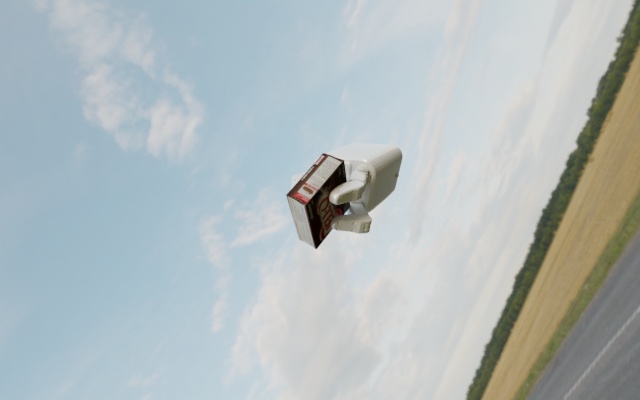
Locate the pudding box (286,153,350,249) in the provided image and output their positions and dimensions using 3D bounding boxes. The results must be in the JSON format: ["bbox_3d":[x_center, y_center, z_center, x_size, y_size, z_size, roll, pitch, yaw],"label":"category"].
[{"bbox_3d":[0.000,0.002,0.673,0.039,0.090,0.114,25,-29,27],"label":"pudding box"}]
